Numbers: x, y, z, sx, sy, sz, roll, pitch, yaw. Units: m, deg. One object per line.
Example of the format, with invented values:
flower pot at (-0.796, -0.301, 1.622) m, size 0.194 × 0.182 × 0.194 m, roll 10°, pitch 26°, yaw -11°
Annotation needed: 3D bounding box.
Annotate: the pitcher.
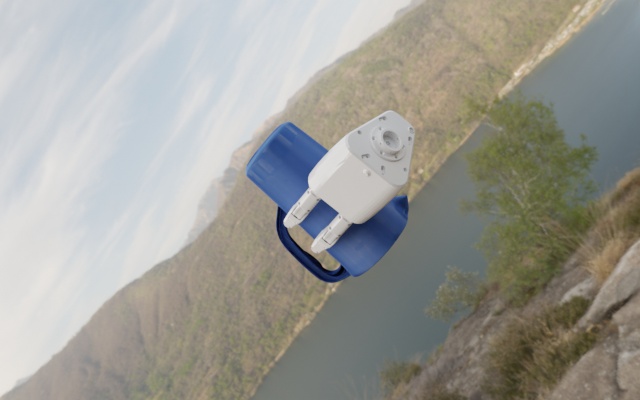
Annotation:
pitcher at (0.000, 0.002, 0.739) m, size 0.243 × 0.149 × 0.145 m, roll 40°, pitch -35°, yaw -4°
